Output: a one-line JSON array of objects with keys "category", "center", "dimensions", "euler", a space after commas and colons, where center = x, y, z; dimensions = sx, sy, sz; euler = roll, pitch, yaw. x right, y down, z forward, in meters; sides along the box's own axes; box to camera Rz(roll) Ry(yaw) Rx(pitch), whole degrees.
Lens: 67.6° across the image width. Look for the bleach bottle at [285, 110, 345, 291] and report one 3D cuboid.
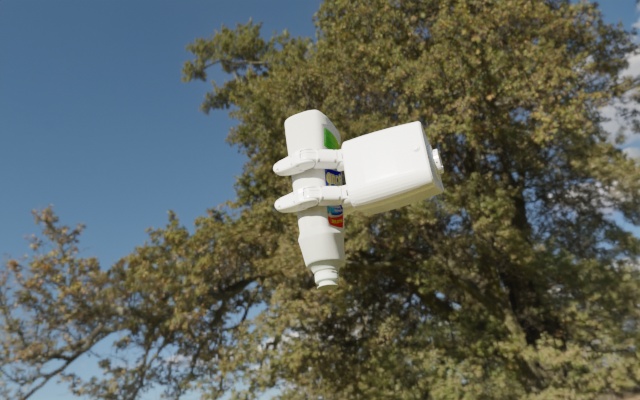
[{"category": "bleach bottle", "center": [0.000, 0.002, 0.671], "dimensions": [0.068, 0.250, 0.103], "euler": [-16, -27, 18]}]
